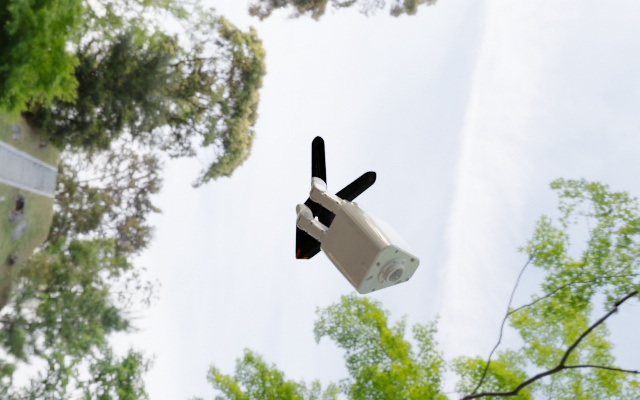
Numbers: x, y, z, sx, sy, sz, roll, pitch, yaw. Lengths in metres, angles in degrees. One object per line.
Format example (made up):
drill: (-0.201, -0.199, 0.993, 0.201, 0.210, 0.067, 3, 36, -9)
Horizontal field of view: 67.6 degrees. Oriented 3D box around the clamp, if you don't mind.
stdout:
clamp: (0.001, 0.003, 0.805, 0.036, 0.210, 0.164, 8, 28, -39)
